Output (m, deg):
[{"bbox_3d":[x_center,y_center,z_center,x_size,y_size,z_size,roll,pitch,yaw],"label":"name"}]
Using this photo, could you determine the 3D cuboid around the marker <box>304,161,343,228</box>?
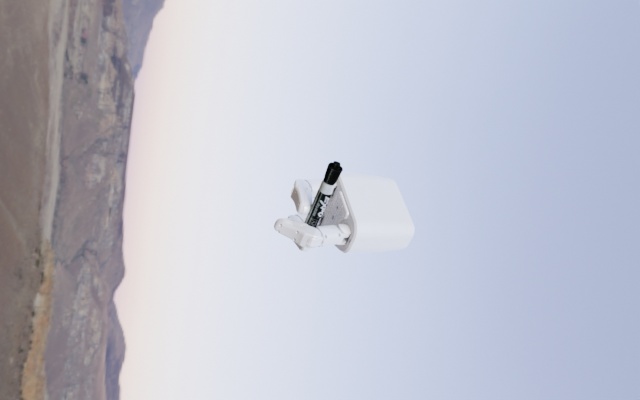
[{"bbox_3d":[0.000,0.002,0.602,0.020,0.121,0.020,16,33,-11],"label":"marker"}]
